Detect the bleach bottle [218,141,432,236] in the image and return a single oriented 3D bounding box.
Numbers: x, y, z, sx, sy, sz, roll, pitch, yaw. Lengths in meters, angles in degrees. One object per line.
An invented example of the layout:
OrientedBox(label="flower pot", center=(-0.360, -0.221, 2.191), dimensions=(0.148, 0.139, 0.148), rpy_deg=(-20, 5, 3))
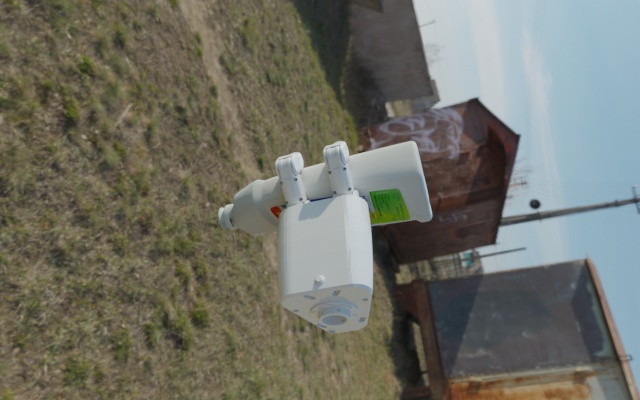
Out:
OrientedBox(label="bleach bottle", center=(0.000, 0.002, 0.577), dimensions=(0.251, 0.068, 0.103), rpy_deg=(-12, -39, 13))
